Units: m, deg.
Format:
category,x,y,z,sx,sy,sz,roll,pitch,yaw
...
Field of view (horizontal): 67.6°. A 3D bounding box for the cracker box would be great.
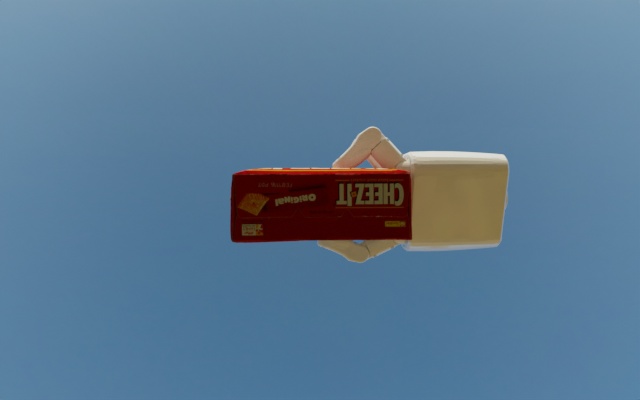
category,x,y,z,sx,sy,sz,roll,pitch,yaw
cracker box,0.000,0.002,0.529,0.164,0.072,0.213,-1,1,-1
